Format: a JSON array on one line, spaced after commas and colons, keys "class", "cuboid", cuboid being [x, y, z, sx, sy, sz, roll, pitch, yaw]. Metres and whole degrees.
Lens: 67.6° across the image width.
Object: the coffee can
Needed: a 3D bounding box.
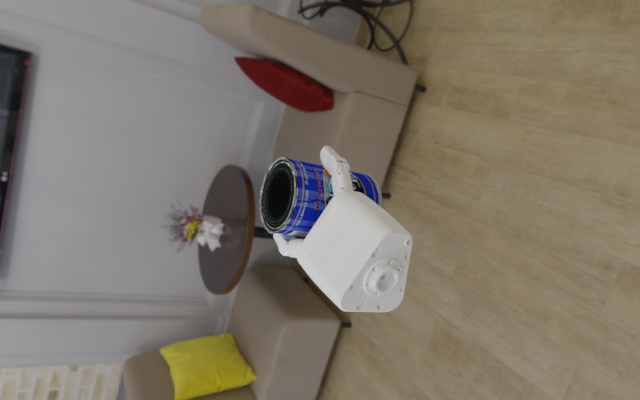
[{"class": "coffee can", "cuboid": [0.000, 0.002, 0.665, 0.140, 0.103, 0.103, 9, -5, -32]}]
